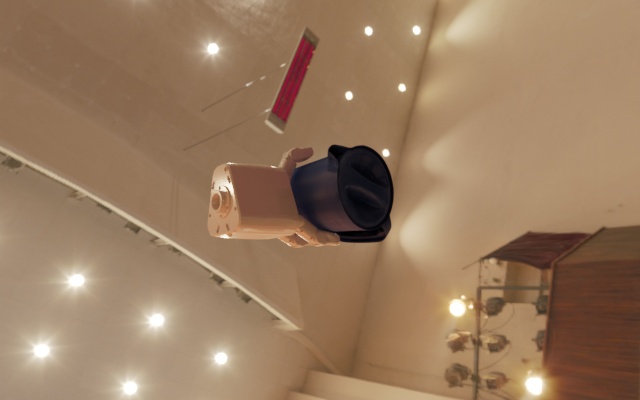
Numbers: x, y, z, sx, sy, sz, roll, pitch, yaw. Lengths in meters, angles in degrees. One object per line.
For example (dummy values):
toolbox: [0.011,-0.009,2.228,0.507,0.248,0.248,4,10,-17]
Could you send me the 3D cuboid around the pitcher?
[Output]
pitcher: [0.000,0.003,0.822,0.145,0.149,0.243,4,-10,-43]
